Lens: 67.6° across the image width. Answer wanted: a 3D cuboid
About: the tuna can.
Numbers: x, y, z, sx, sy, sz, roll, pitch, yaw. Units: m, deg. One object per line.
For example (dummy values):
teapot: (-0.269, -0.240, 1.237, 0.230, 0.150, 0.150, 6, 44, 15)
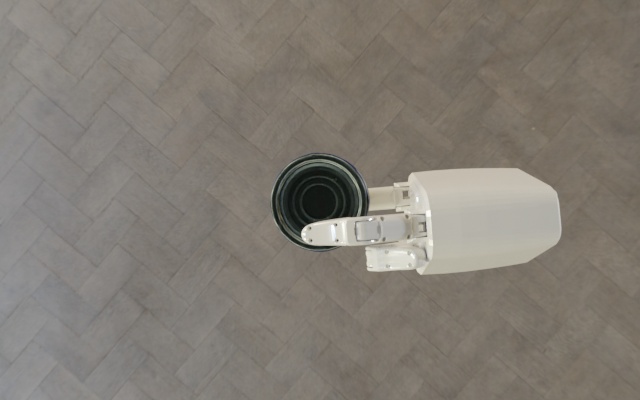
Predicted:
tuna can: (0.000, 0.001, 0.418, 0.086, 0.086, 0.034, 0, 1, 6)
